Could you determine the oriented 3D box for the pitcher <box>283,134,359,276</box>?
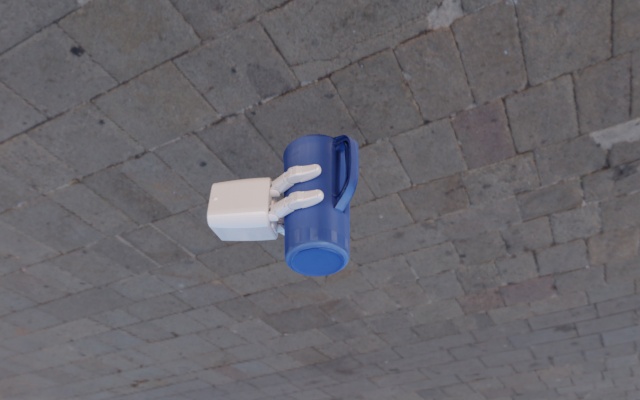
[{"bbox_3d":[0.000,0.003,0.855,0.145,0.242,0.149,-3,-38,3],"label":"pitcher"}]
